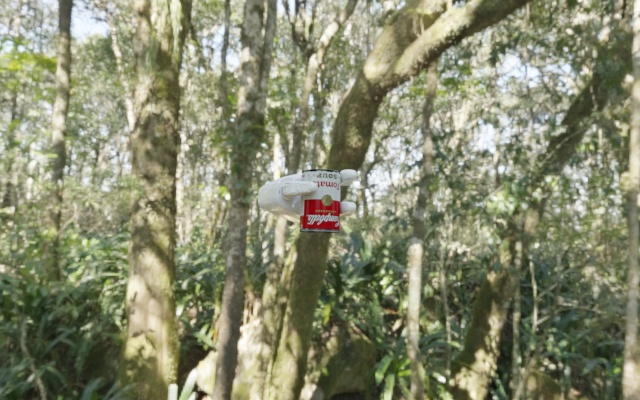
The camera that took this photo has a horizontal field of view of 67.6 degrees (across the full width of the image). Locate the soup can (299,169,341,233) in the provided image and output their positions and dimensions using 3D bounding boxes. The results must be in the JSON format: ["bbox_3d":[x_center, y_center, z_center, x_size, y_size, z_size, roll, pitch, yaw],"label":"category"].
[{"bbox_3d":[0.000,0.002,0.801,0.068,0.102,0.068,2,-6,0],"label":"soup can"}]
